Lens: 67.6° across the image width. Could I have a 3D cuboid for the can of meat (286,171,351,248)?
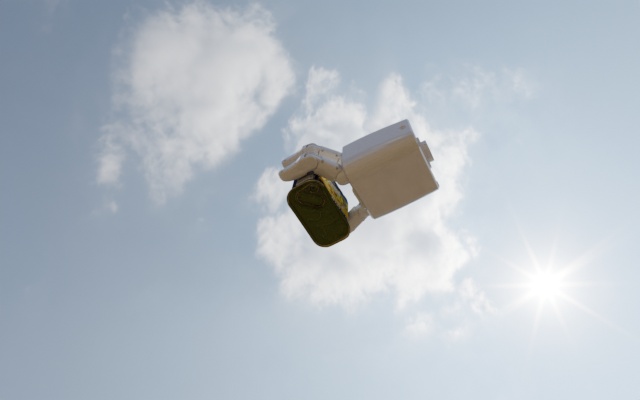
[{"bbox_3d":[0.000,0.002,0.686,0.057,0.102,0.084,-28,21,16],"label":"can of meat"}]
